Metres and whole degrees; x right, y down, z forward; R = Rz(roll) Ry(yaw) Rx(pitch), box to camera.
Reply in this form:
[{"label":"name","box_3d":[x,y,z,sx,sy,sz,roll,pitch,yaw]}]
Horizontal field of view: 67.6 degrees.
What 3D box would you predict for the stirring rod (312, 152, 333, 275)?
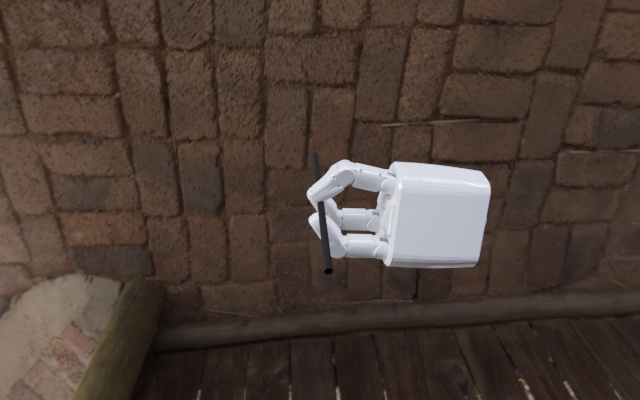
[{"label":"stirring rod","box_3d":[0.000,0.002,0.535,0.011,0.011,0.239,0,31,-4]}]
